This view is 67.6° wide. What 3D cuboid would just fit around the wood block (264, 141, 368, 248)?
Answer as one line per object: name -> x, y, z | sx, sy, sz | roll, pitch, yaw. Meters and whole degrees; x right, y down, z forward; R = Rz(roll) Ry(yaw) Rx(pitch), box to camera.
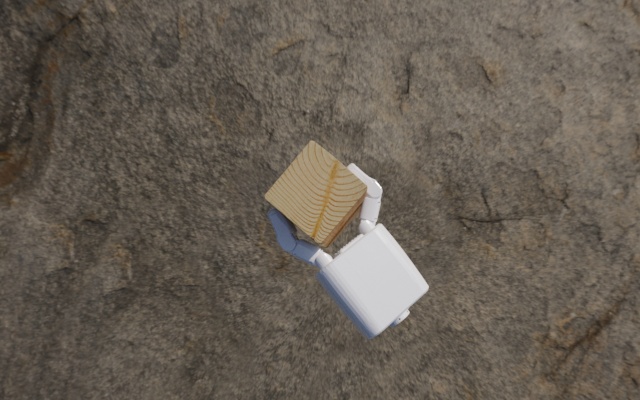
wood block -> 0.001, 0.002, 0.653 | 0.090, 0.091, 0.206 | 40, -4, 7
